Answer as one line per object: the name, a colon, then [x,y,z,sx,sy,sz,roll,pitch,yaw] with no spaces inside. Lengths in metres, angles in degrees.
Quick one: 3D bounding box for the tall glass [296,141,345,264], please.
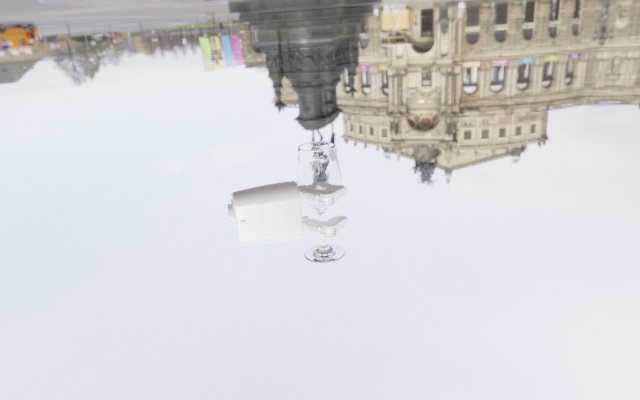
tall glass: [0.000,0.003,0.823,0.079,0.201,0.079,-4,21,1]
